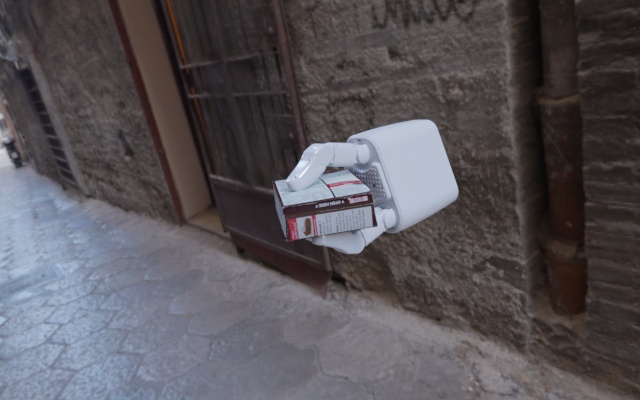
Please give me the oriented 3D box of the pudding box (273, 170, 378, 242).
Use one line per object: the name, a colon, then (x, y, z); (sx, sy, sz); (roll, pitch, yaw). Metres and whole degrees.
pudding box: (0.000, 0.001, 0.494); (0.090, 0.039, 0.113); (-10, 15, -7)
